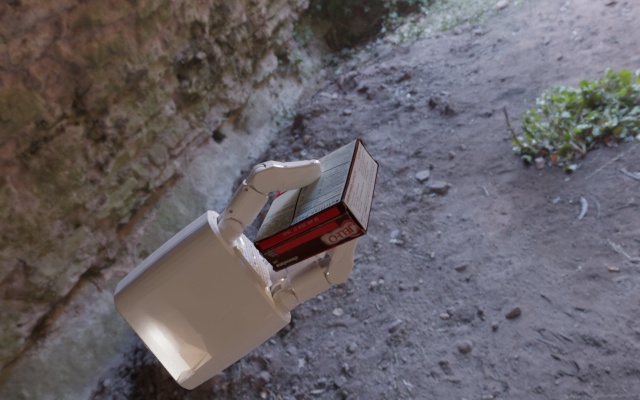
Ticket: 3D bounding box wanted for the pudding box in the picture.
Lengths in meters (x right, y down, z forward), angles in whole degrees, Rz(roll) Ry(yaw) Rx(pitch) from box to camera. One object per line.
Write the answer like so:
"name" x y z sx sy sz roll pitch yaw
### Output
"pudding box" 0.000 0.001 0.412 0.090 0.039 0.113 -25 26 26
